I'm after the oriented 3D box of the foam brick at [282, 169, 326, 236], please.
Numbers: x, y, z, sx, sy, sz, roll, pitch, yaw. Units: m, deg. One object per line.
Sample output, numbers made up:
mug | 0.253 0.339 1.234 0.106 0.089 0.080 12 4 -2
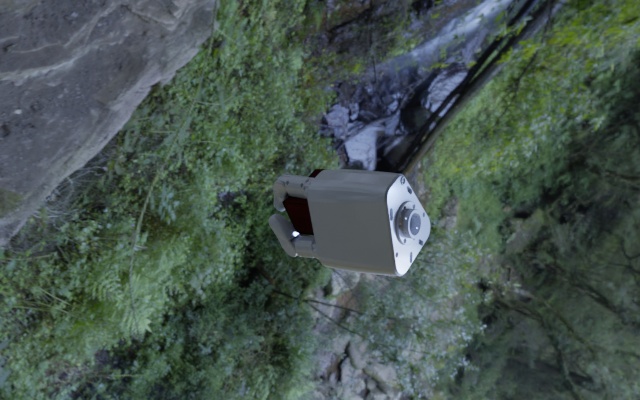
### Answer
foam brick | 0.000 0.002 0.613 0.051 0.053 0.078 4 39 39
